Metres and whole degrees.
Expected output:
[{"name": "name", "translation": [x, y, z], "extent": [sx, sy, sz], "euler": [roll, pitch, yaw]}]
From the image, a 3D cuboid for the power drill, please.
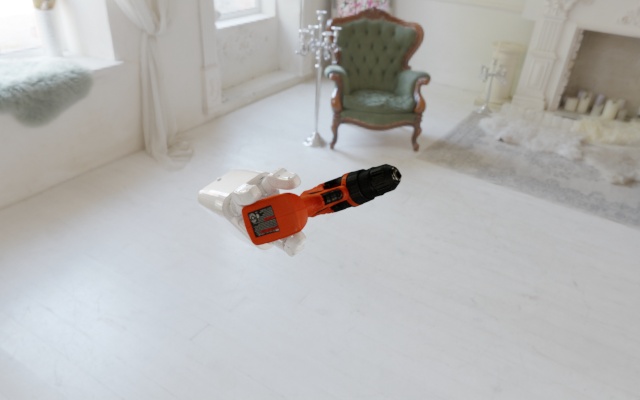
[{"name": "power drill", "translation": [0.000, 0.002, 0.664], "extent": [0.184, 0.057, 0.187], "euler": [-21, -2, 40]}]
